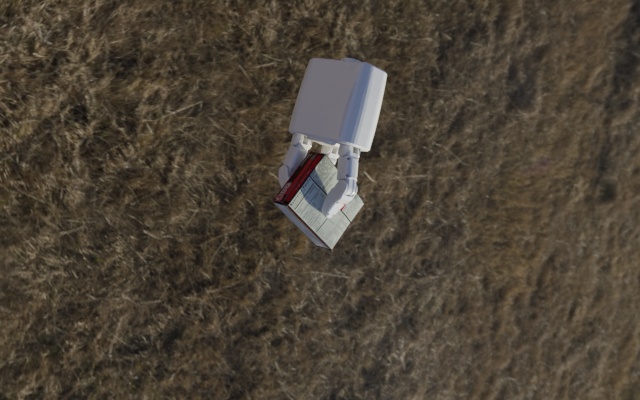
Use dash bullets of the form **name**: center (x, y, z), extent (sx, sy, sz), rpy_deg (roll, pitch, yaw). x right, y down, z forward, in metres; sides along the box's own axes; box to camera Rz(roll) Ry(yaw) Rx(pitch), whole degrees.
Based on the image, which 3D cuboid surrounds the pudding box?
- **pudding box**: center (0.000, 0.002, 0.654), extent (0.039, 0.090, 0.113), rpy_deg (16, -26, 51)
